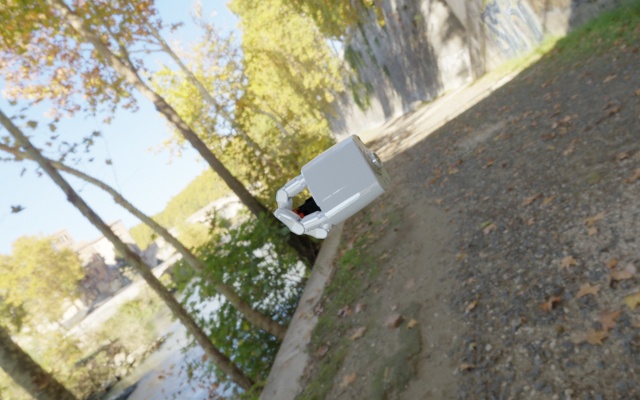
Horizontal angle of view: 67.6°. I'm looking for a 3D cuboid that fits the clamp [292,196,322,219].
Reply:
[{"bbox_3d":[0.000,0.002,0.890,0.120,0.039,0.171,-34,4,20],"label":"clamp"}]
